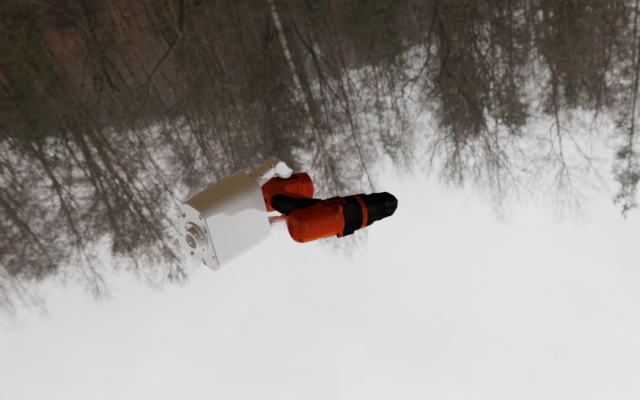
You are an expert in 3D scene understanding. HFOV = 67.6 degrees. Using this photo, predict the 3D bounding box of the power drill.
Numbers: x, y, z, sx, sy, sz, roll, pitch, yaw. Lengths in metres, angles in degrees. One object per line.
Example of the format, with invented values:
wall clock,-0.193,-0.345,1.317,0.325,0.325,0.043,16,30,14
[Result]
power drill,0.000,0.002,0.739,0.184,0.057,0.187,-12,19,-32
